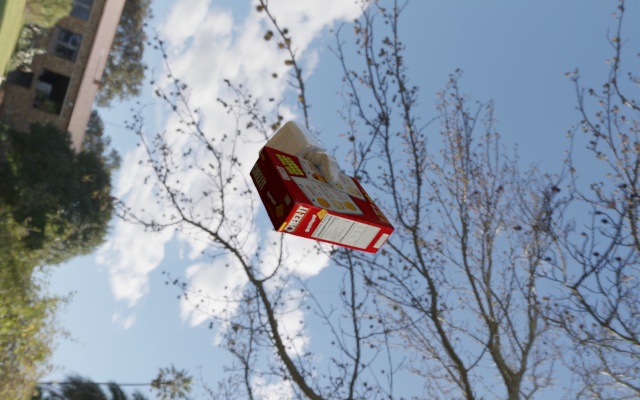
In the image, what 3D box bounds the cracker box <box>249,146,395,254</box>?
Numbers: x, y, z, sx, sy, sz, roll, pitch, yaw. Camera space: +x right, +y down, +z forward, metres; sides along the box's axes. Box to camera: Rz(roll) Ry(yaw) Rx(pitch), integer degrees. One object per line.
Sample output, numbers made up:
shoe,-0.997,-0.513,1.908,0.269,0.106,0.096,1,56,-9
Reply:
cracker box,0.000,0.003,0.824,0.214,0.072,0.164,16,28,-35
